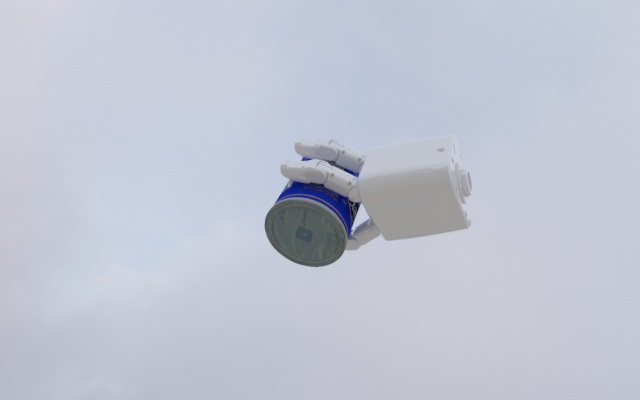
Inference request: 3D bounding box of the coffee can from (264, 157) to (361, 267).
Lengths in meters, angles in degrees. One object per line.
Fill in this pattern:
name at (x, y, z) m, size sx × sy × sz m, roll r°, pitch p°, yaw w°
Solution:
coffee can at (0.000, 0.002, 0.621) m, size 0.103 × 0.103 × 0.140 m, roll 0°, pitch 35°, yaw 20°
